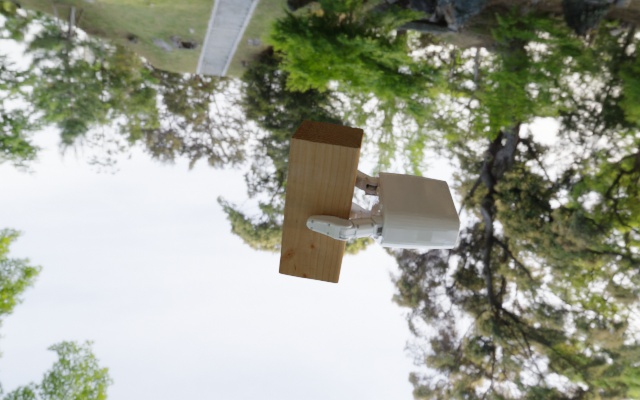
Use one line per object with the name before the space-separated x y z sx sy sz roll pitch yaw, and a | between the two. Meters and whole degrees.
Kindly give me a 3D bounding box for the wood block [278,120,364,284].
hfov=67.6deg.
wood block | 0.000 0.003 0.676 0.090 0.206 0.090 9 25 4
